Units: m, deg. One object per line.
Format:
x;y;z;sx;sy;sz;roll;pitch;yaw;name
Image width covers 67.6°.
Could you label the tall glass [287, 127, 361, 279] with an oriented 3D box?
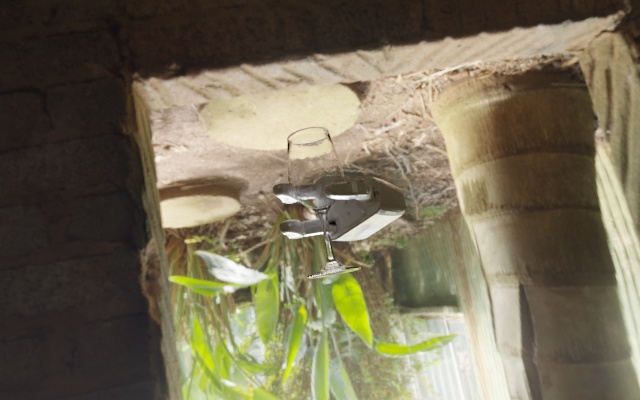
0.000;0.003;0.661;0.079;0.201;0.079;-10;-12;-2;tall glass
